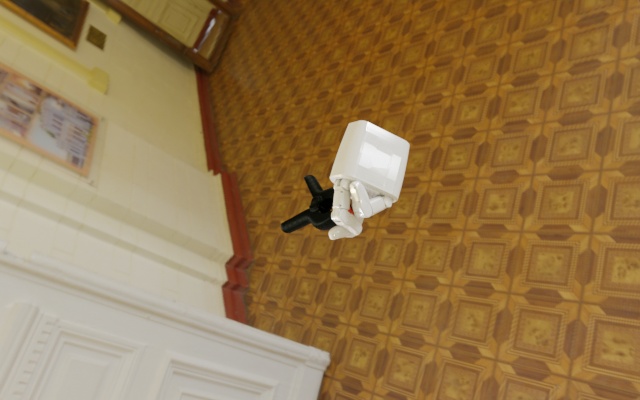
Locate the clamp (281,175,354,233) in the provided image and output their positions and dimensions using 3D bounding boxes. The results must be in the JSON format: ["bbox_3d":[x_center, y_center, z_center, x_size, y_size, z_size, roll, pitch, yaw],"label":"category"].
[{"bbox_3d":[0.000,0.003,0.852,0.039,0.120,0.171,28,-20,-37],"label":"clamp"}]
